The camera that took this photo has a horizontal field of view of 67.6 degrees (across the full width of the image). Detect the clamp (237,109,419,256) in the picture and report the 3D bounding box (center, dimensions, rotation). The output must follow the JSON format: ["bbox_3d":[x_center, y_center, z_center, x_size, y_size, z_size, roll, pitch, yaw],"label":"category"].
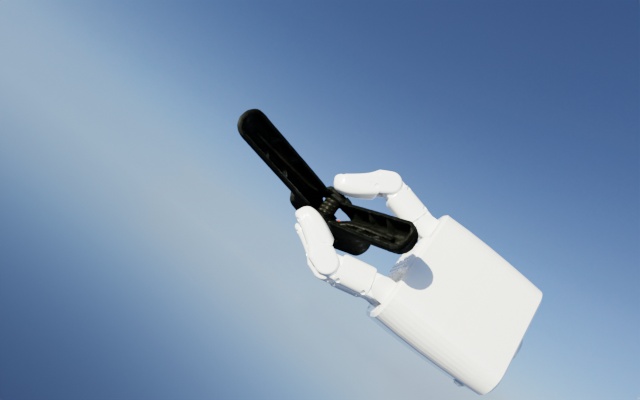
[{"bbox_3d":[0.001,0.001,0.438,0.164,0.036,0.210,40,-11,6],"label":"clamp"}]
